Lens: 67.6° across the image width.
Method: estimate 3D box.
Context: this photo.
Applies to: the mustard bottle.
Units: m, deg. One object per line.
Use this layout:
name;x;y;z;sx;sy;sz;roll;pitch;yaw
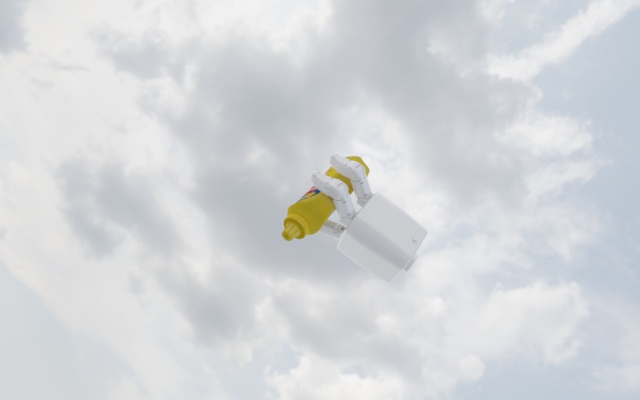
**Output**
mustard bottle;0.000;0.002;0.770;0.096;0.058;0.191;-26;15;48
